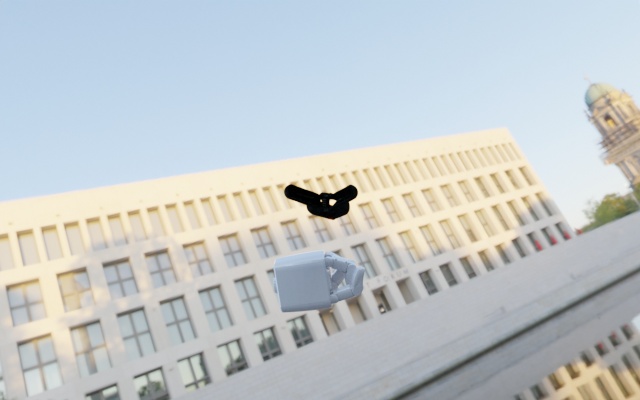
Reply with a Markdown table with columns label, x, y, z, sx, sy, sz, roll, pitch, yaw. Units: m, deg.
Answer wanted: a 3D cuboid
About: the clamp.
| label | x | y | z | sx | sy | sz | roll | pitch | yaw |
| --- | --- | --- | --- | --- | --- | --- | --- | --- | --- |
| clamp | 0.000 | 0.002 | 0.838 | 0.120 | 0.039 | 0.171 | 9 | -17 | 2 |
